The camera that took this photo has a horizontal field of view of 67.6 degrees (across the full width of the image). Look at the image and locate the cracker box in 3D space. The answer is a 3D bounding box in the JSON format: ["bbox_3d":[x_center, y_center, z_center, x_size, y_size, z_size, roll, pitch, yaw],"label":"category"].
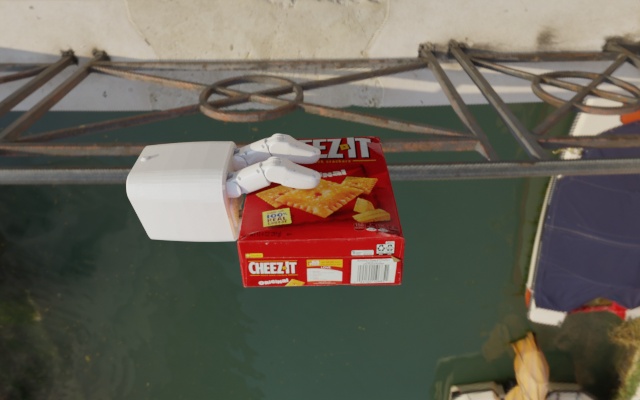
[{"bbox_3d":[0.000,0.002,0.554,0.164,0.072,0.213,-1,35,0],"label":"cracker box"}]
